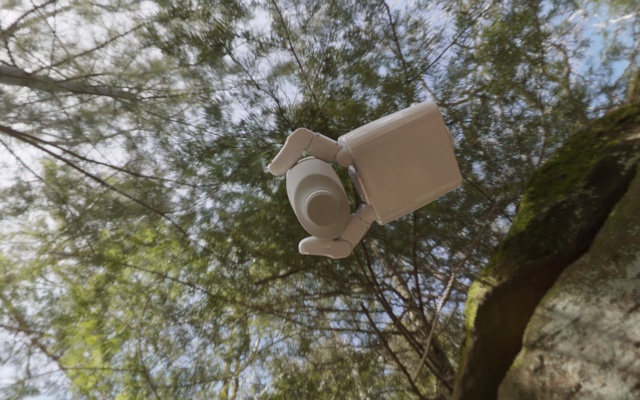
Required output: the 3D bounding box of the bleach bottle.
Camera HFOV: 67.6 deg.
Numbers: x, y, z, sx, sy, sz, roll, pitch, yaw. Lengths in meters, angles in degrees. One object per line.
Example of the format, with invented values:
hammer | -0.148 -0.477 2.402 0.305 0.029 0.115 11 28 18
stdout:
bleach bottle | 0.000 0.002 0.534 0.068 0.102 0.251 -25 7 0
